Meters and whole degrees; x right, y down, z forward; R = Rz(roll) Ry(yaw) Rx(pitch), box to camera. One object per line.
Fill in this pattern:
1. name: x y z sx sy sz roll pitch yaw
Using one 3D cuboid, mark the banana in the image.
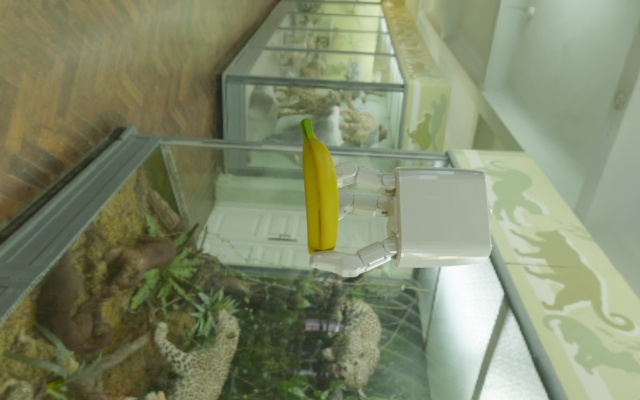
1. banana: 0.001 0.010 0.542 0.037 0.198 0.069 -3 36 -2
